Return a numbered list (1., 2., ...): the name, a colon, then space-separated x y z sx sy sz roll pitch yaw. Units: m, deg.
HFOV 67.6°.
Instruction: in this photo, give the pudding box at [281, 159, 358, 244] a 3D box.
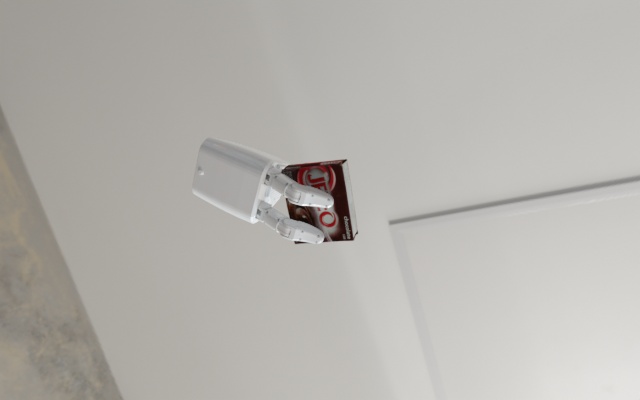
1. pudding box: 0.000 0.002 0.671 0.090 0.113 0.039 -5 17 20
